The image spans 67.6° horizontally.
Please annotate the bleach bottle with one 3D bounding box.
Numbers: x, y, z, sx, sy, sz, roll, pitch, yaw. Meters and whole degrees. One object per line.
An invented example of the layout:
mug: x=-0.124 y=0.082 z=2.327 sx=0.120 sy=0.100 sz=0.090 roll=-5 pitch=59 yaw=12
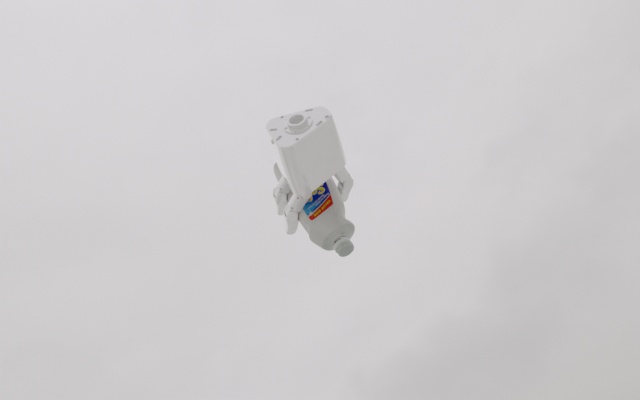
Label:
bleach bottle: x=0.000 y=0.003 z=0.864 sx=0.102 sy=0.068 sz=0.250 roll=-26 pitch=45 yaw=-7
